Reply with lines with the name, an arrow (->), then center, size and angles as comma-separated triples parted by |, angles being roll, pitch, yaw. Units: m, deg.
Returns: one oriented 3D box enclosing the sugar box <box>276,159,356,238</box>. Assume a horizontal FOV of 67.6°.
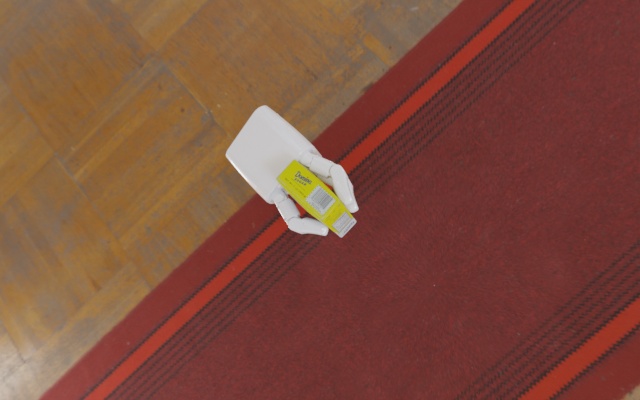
sugar box -> 0.000, 0.002, 0.737 | 0.093, 0.048, 0.176 | 43, 2, 16
